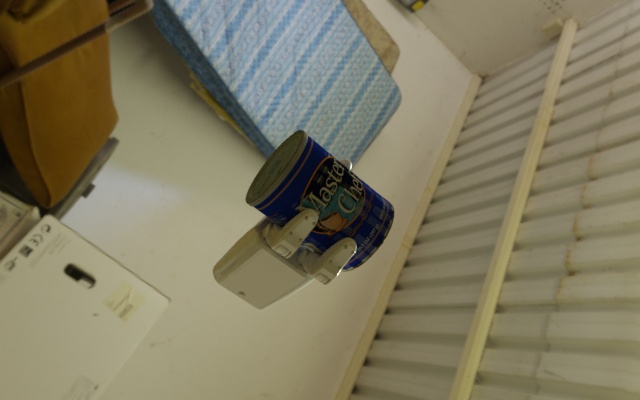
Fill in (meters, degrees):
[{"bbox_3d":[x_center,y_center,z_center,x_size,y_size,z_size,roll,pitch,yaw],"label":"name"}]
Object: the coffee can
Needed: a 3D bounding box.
[{"bbox_3d":[0.000,0.002,0.552,0.140,0.103,0.103,38,-14,-19],"label":"coffee can"}]
